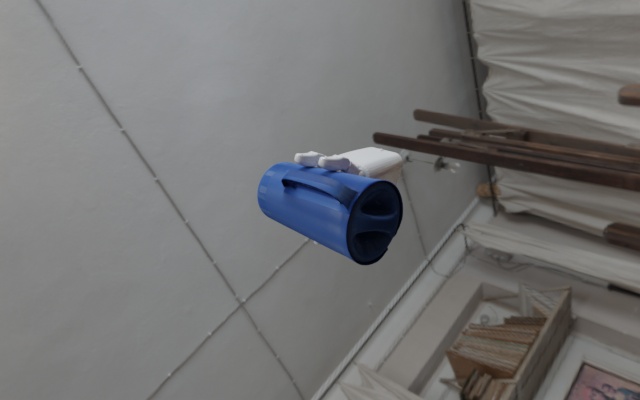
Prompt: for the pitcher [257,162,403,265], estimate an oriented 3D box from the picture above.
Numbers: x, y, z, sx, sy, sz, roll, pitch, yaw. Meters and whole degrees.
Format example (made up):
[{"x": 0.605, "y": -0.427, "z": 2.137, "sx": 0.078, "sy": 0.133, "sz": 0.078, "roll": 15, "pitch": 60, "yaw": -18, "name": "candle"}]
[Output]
[{"x": 0.000, "y": 0.003, "z": 0.791, "sx": 0.145, "sy": 0.149, "sz": 0.243, "roll": -21, "pitch": 28, "yaw": -40, "name": "pitcher"}]
